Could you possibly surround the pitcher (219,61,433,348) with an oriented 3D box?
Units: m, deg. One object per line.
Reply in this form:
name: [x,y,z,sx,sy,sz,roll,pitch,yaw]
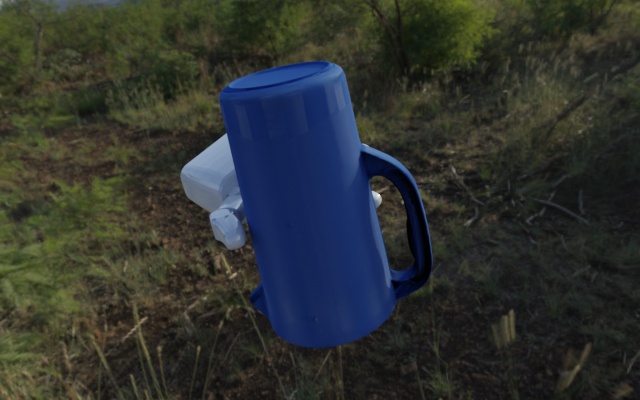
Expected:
pitcher: [0.000,0.001,0.444,0.149,0.243,0.145,-27,28,-30]
